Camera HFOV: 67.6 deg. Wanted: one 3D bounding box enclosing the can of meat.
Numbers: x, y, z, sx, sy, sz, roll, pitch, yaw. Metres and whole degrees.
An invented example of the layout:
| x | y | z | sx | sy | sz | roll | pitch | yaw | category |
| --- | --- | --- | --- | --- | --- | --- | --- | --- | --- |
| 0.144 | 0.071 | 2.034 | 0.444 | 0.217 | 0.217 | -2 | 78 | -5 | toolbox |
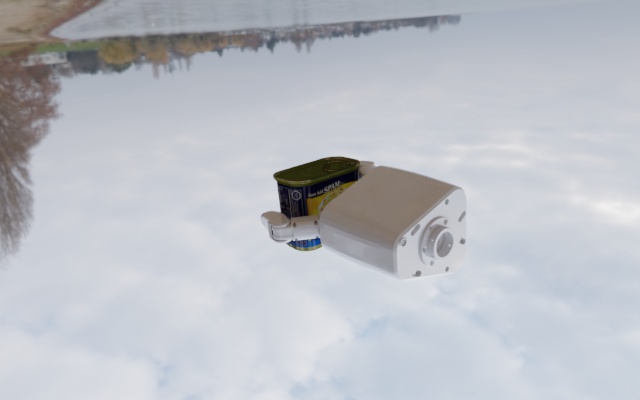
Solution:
| x | y | z | sx | sy | sz | roll | pitch | yaw | category |
| --- | --- | --- | --- | --- | --- | --- | --- | --- | --- |
| 0.000 | 0.002 | 0.553 | 0.102 | 0.084 | 0.057 | -20 | 24 | -37 | can of meat |
